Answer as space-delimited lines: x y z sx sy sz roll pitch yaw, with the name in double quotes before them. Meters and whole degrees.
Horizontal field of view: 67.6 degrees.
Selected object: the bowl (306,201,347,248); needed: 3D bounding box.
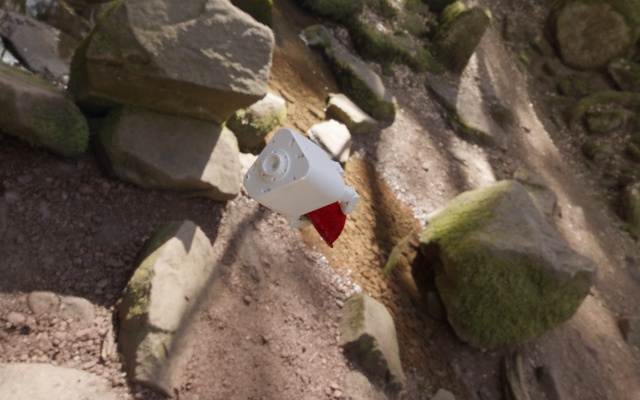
"bowl" 0.001 0.003 0.847 0.055 0.162 0.162 -32 -2 3
